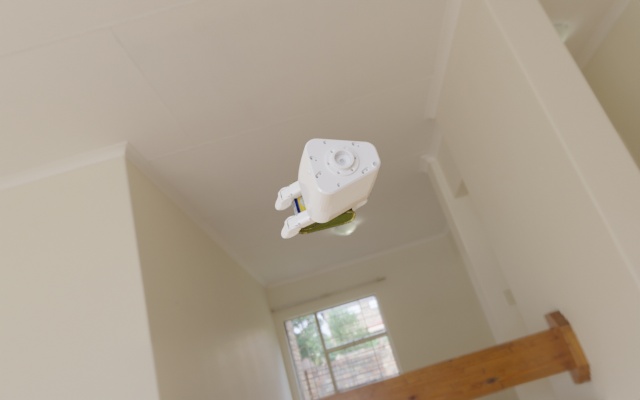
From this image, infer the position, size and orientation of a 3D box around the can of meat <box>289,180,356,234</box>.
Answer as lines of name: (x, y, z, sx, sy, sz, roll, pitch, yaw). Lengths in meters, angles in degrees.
can of meat: (0.000, 0.002, 0.832, 0.102, 0.084, 0.057, -14, -21, -8)
